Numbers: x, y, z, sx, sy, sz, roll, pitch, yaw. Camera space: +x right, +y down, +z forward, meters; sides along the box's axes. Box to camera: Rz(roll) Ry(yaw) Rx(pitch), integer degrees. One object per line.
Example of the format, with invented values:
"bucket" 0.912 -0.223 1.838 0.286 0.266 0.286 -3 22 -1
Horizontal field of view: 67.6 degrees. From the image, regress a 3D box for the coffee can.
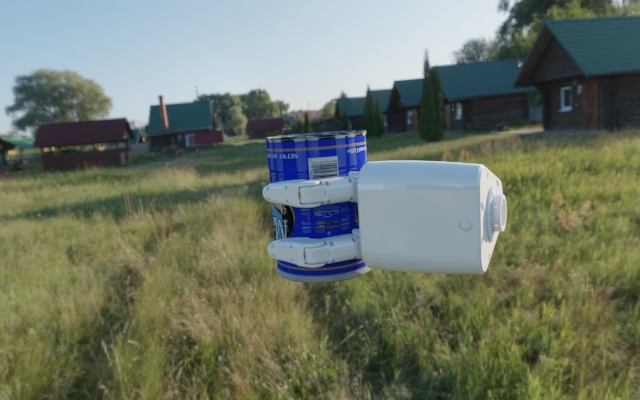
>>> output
"coffee can" 0.000 0.002 0.493 0.103 0.140 0.103 -4 10 1
